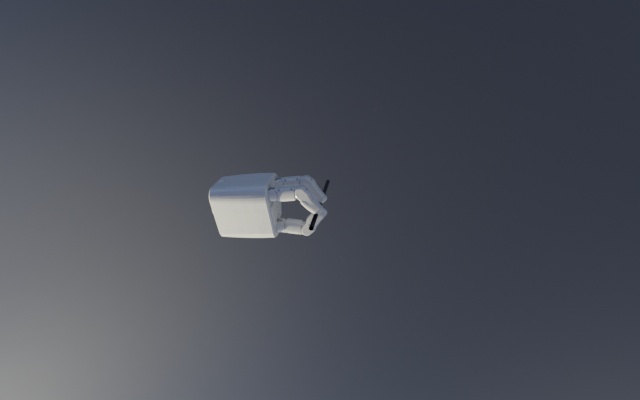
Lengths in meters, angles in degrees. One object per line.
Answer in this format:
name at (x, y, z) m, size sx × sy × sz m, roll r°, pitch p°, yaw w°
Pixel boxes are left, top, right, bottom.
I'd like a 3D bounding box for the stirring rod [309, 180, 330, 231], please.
stirring rod at (0.000, 0.003, 0.883) m, size 0.011 × 0.011 × 0.239 m, roll 0°, pitch 21°, yaw 8°
